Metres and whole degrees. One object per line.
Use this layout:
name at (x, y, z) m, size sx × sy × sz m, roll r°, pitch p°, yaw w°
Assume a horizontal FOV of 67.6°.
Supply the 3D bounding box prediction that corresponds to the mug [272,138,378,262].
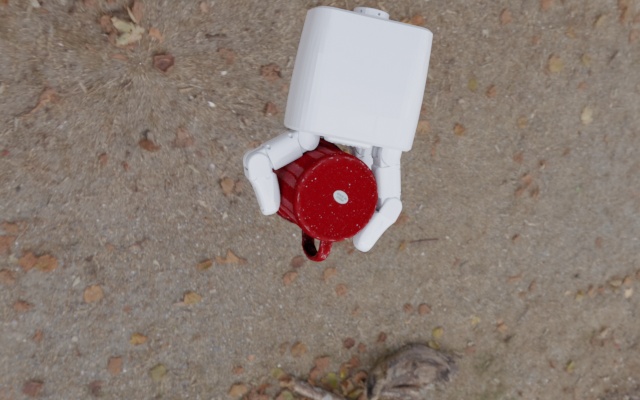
mug at (0.000, 0.003, 0.454) m, size 0.093 × 0.117 × 0.081 m, roll 5°, pitch 12°, yaw -22°
